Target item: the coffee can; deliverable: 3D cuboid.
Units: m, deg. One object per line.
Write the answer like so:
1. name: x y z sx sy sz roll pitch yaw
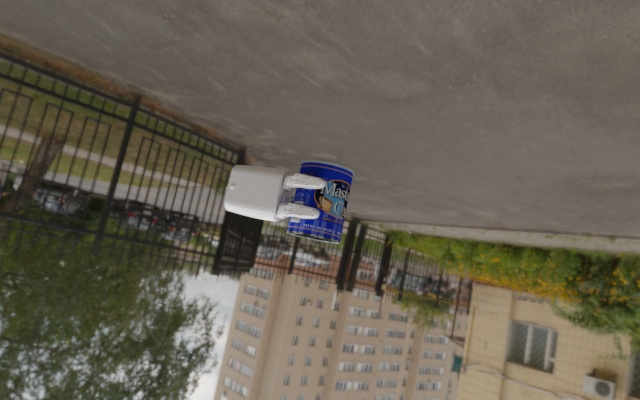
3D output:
1. coffee can: 0.000 0.003 0.898 0.103 0.140 0.103 11 -8 2
